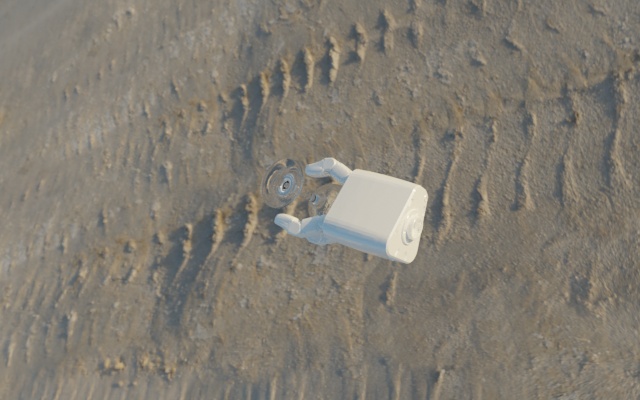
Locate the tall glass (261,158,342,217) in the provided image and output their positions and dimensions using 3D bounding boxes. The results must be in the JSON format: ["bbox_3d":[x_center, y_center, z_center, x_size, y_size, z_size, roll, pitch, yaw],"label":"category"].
[{"bbox_3d":[0.000,0.002,0.743,0.079,0.079,0.201,0,-16,35],"label":"tall glass"}]
